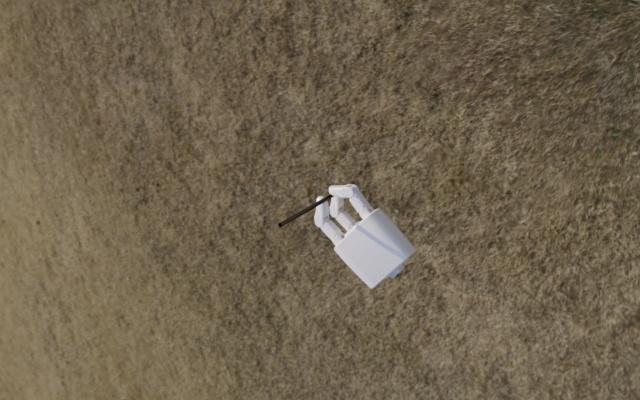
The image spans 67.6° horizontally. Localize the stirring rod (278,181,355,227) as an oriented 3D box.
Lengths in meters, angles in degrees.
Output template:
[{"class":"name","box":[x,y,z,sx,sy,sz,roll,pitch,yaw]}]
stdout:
[{"class":"stirring rod","box":[0.000,0.003,0.888,0.011,0.011,0.239,0,19,36]}]
